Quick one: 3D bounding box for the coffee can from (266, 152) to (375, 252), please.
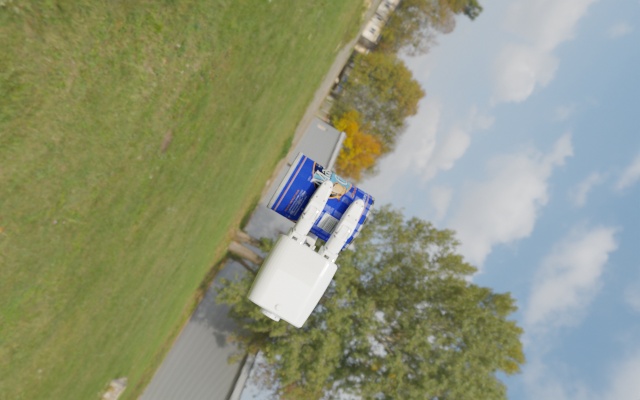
[{"bbox_3d":[0.000,0.002,0.761,0.140,0.103,0.103,31,-3,-5],"label":"coffee can"}]
